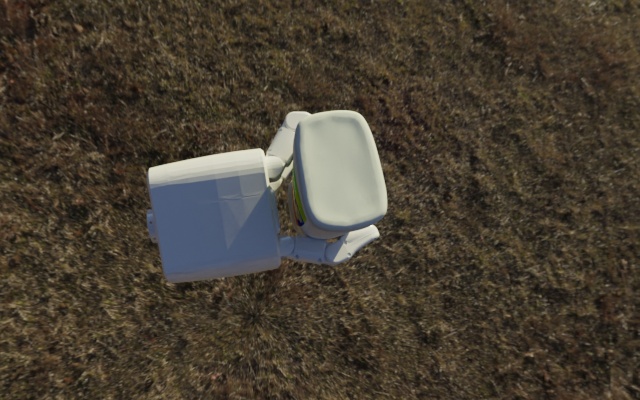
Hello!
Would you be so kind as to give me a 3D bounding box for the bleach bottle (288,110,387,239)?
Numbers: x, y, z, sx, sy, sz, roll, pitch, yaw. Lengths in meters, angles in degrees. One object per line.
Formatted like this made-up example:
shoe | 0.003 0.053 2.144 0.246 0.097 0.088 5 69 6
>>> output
bleach bottle | 0.000 0.001 0.490 0.068 0.102 0.251 -8 -12 -9
